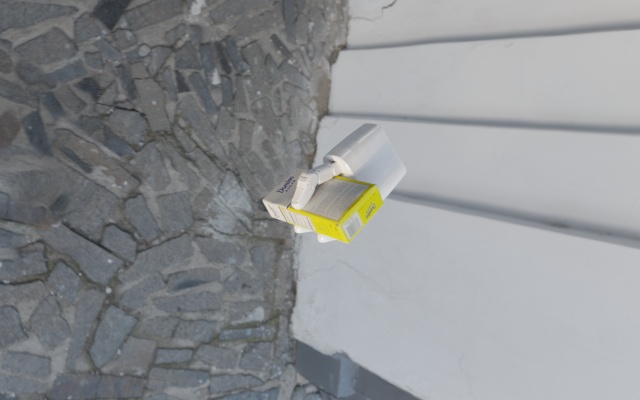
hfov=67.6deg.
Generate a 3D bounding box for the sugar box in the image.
[{"bbox_3d":[0.000,0.003,0.746,0.176,0.048,0.093,14,50,46],"label":"sugar box"}]
